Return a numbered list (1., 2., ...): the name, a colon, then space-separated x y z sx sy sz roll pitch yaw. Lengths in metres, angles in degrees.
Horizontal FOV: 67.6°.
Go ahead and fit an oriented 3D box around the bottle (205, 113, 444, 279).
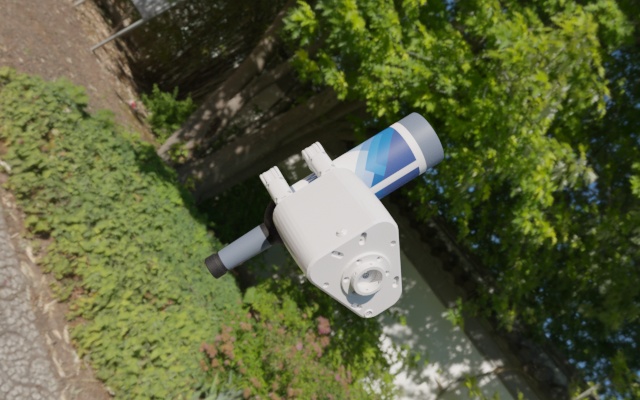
1. bottle: 0.000 0.002 0.553 0.295 0.069 0.069 -31 2 -3
